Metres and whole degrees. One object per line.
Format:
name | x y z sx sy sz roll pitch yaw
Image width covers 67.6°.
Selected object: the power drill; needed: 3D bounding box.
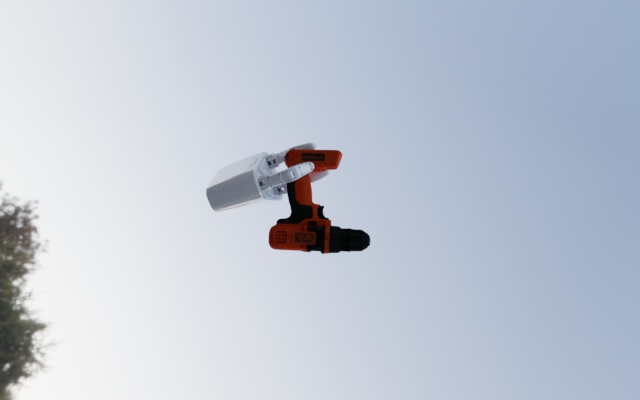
power drill | 0.000 0.002 0.870 0.184 0.187 0.057 2 -8 0
